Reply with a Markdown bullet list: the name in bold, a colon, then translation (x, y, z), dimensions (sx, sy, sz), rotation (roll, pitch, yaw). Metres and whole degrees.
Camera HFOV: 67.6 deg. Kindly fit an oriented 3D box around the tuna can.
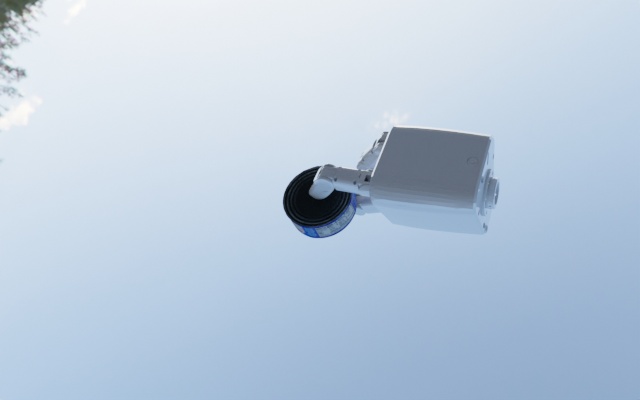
- **tuna can**: translation (0.000, 0.002, 0.577), dimensions (0.086, 0.086, 0.034), rotation (0, -32, 20)
